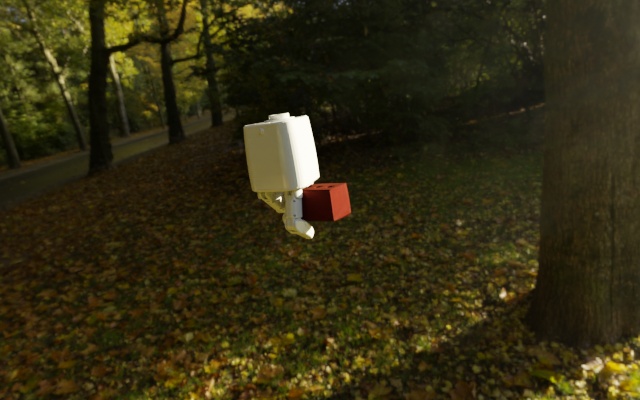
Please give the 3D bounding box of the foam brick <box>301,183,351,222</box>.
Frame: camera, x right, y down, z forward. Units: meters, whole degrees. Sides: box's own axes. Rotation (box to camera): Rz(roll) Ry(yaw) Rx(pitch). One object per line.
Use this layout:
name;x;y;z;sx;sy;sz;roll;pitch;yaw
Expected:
foam brick;0.000;0.003;0.758;0.078;0.051;0.053;0;12;34
